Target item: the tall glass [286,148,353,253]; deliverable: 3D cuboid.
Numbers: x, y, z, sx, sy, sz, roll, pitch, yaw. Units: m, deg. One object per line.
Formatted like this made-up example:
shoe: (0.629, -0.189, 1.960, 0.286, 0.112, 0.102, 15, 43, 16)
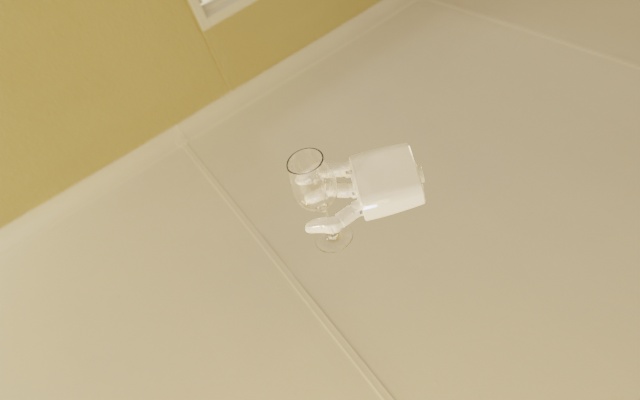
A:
tall glass: (0.000, 0.003, 0.827, 0.079, 0.079, 0.201, 0, -41, 20)
